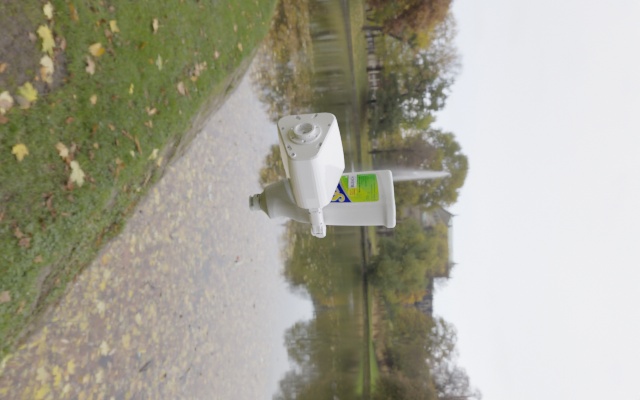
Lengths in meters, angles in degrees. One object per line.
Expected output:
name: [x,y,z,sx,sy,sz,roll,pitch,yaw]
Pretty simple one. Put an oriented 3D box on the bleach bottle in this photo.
bleach bottle: [0.000,0.003,0.830,0.251,0.102,0.068,-4,-41,6]
